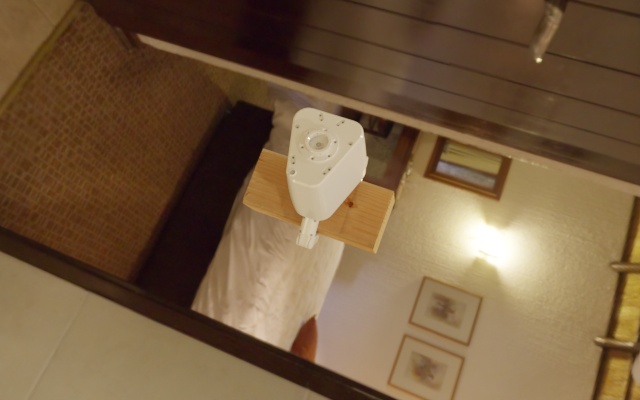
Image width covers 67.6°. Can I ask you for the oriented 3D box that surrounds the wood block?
[{"bbox_3d":[0.000,0.003,0.731,0.206,0.091,0.090,19,-7,12],"label":"wood block"}]
